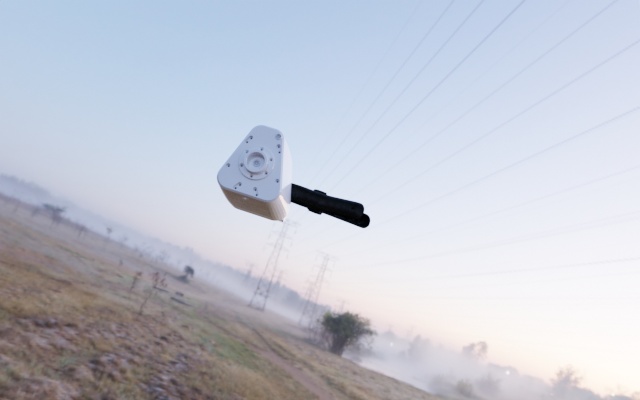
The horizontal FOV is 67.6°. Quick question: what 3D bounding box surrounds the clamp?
[{"bbox_3d":[0.000,0.002,0.755,0.171,0.039,0.120,17,-13,5],"label":"clamp"}]
